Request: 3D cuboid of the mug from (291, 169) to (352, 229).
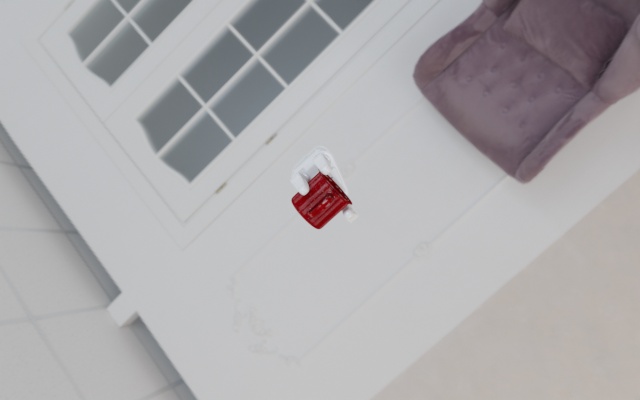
[{"bbox_3d":[0.000,0.003,0.888,0.081,0.093,0.117,-43,12,8],"label":"mug"}]
